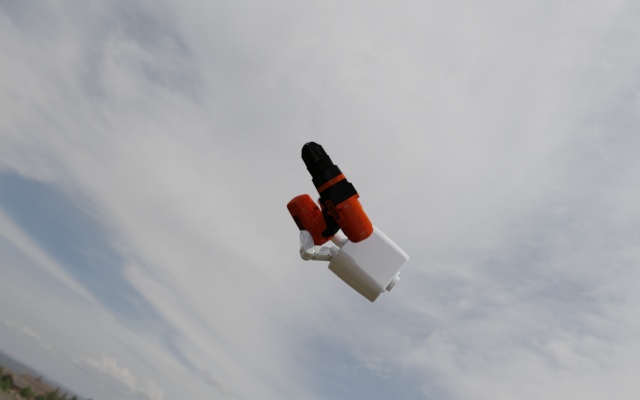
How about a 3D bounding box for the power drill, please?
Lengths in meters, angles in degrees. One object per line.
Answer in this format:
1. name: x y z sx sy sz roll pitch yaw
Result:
1. power drill: 0.000 0.003 0.841 0.057 0.184 0.188 -29 -3 -24
